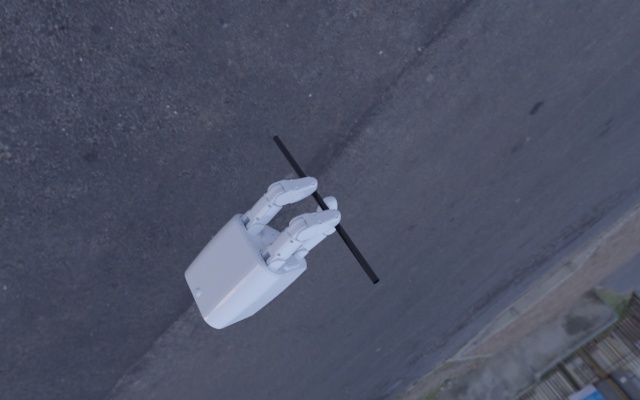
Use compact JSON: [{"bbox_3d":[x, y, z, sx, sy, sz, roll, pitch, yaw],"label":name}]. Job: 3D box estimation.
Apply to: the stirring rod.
[{"bbox_3d":[0.000,0.002,0.569,0.011,0.239,0.011,-25,-32,-17],"label":"stirring rod"}]
